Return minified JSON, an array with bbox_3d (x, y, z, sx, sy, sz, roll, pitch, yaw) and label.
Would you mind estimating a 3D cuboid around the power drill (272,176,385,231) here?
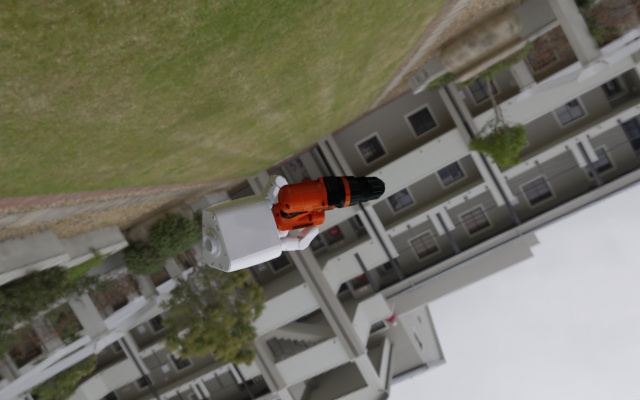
[{"bbox_3d":[0.000,0.003,0.839,0.184,0.057,0.188,-5,-13,-20],"label":"power drill"}]
